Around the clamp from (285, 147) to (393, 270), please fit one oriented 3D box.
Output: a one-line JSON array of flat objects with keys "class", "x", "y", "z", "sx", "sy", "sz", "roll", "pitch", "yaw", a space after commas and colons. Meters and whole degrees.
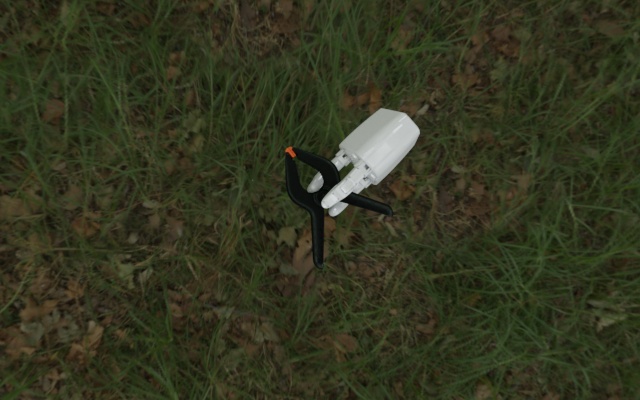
[{"class": "clamp", "x": 0.000, "y": 0.002, "z": 0.813, "sx": 0.164, "sy": 0.210, "sz": 0.036, "roll": -44, "pitch": 7, "yaw": -3}]
